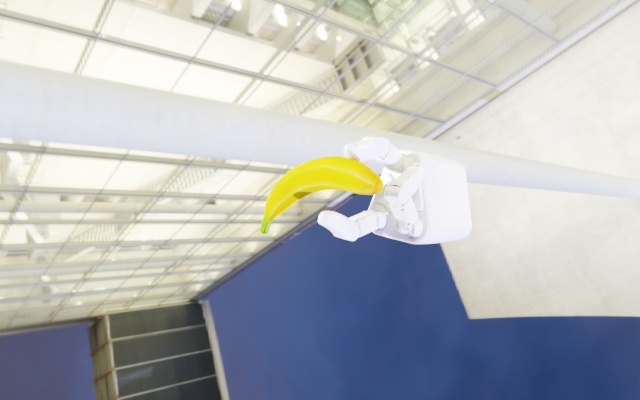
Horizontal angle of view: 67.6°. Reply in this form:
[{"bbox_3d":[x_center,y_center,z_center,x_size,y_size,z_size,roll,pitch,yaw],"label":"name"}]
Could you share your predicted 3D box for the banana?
[{"bbox_3d":[-0.005,-0.015,0.556,0.037,0.069,0.198,3,-18,-43],"label":"banana"}]
